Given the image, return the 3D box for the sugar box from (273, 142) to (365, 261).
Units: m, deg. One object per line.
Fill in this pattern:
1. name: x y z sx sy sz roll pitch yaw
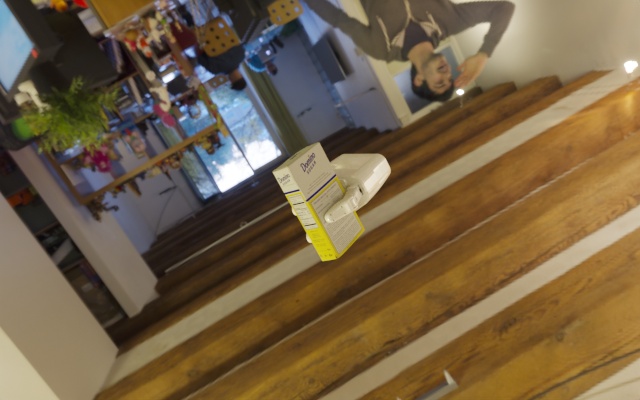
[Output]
1. sugar box: 0.000 0.003 0.795 0.048 0.176 0.093 -16 19 44
